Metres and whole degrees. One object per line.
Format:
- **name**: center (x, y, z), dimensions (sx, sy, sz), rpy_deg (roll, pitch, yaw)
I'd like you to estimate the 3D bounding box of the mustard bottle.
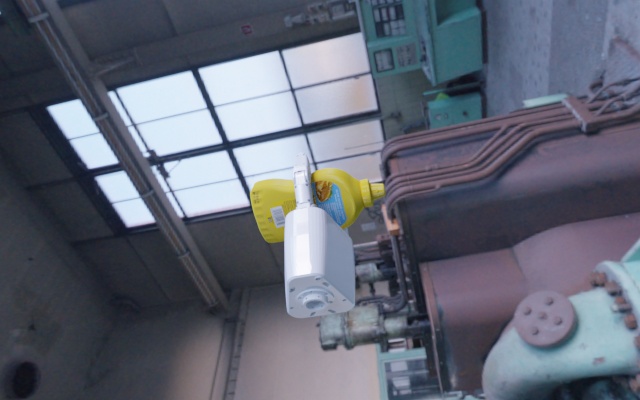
- **mustard bottle**: center (0.000, 0.002, 0.705), dimensions (0.191, 0.096, 0.058), rpy_deg (-11, 23, 9)
